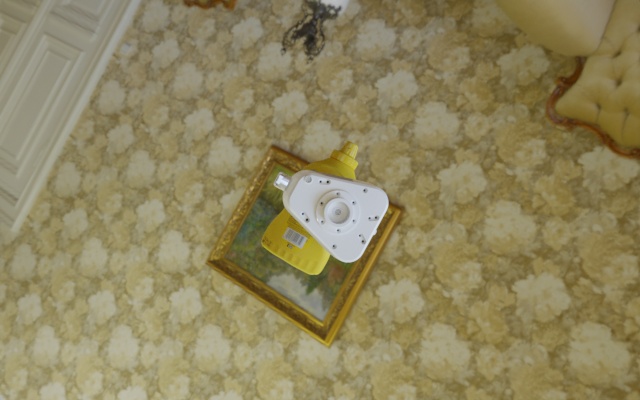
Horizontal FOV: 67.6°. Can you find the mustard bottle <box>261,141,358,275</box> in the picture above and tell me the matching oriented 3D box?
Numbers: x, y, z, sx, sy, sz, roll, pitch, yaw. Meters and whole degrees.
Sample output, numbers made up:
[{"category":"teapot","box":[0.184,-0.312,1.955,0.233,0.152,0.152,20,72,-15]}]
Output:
[{"category":"mustard bottle","box":[0.000,0.002,0.683,0.096,0.191,0.058,29,0,19]}]
